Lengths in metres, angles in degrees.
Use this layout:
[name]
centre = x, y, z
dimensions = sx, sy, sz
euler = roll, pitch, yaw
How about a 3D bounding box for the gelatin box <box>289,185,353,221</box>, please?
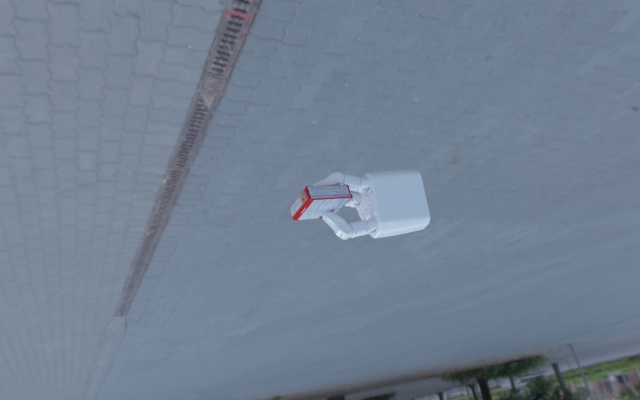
[gelatin box]
centre = 0.000, 0.003, 0.832
dimensions = 0.089, 0.030, 0.073
euler = -4, -28, -33
